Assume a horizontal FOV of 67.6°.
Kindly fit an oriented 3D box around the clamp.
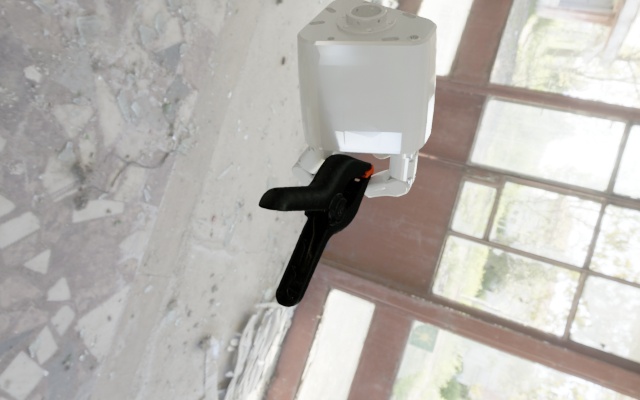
[{"bbox_3d":[0.001,0.002,0.440,0.039,0.120,0.171,17,49,21],"label":"clamp"}]
